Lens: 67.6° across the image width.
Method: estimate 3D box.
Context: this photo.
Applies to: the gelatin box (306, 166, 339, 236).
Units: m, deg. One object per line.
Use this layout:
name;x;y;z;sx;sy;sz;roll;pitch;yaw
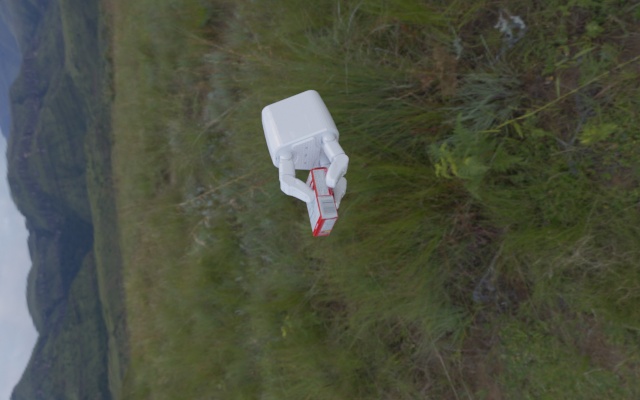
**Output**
gelatin box;0.000;0.003;0.755;0.030;0.089;0.073;-6;-24;-14
